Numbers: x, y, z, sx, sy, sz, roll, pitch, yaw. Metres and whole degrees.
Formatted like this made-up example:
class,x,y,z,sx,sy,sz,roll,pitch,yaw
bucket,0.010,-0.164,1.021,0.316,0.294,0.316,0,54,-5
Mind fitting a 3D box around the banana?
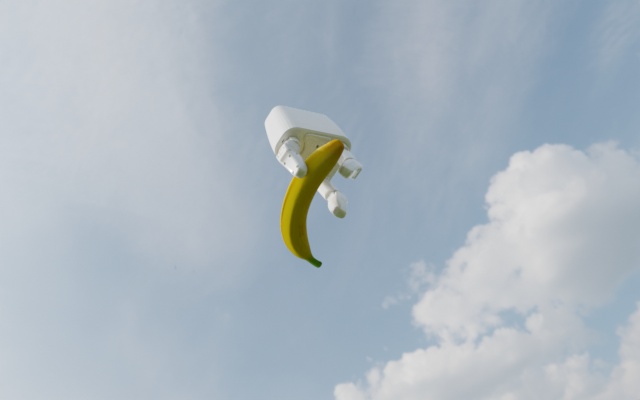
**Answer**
class,x,y,z,sx,sy,sz,roll,pitch,yaw
banana,-0.018,0.004,0.662,0.069,0.198,0.037,2,28,-16
